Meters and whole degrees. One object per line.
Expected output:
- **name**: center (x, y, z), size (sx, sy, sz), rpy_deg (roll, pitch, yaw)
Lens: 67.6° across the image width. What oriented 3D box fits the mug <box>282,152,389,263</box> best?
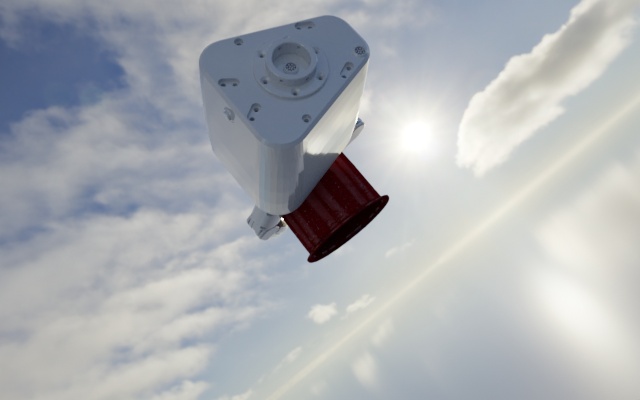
- **mug**: center (0.000, 0.002, 0.449), size (0.093, 0.081, 0.117), rpy_deg (-34, -15, -19)
